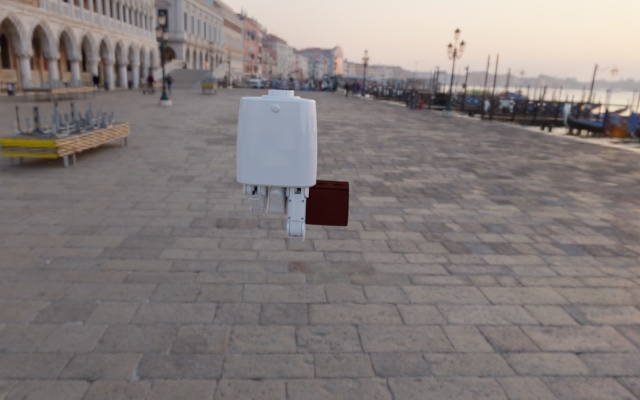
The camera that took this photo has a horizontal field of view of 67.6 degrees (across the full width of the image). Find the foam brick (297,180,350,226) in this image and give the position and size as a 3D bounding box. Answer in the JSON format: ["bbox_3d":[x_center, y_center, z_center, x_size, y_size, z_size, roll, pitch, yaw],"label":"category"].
[{"bbox_3d":[0.000,0.002,0.638,0.078,0.051,0.053,3,12,2],"label":"foam brick"}]
